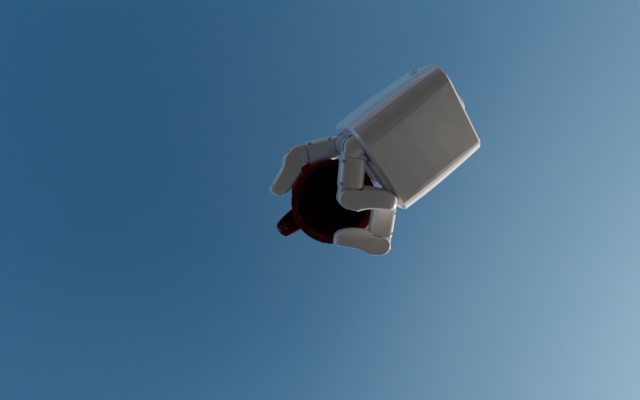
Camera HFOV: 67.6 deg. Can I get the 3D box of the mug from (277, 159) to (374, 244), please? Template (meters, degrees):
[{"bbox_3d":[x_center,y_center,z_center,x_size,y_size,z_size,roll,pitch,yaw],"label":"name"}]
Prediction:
[{"bbox_3d":[-0.001,0.003,0.553,0.117,0.093,0.081,-37,13,0],"label":"mug"}]
